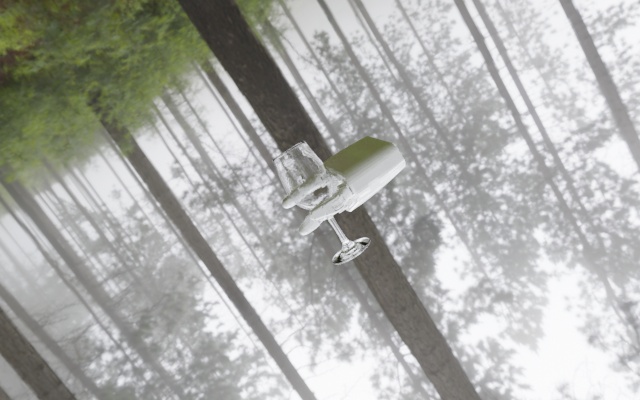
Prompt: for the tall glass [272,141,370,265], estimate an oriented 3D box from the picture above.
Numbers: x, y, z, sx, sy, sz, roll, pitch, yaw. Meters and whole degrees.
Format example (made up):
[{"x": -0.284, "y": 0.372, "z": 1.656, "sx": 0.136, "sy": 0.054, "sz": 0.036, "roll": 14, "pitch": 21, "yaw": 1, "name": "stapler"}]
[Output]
[{"x": 0.000, "y": 0.003, "z": 0.786, "sx": 0.079, "sy": 0.201, "sz": 0.079, "roll": -31, "pitch": 11, "yaw": 7, "name": "tall glass"}]
